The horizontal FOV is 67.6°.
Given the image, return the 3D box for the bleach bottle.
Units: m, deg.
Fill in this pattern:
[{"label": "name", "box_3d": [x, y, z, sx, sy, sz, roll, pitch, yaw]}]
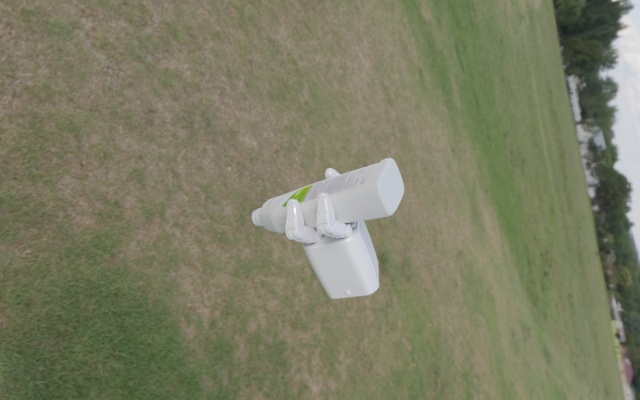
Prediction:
[{"label": "bleach bottle", "box_3d": [0.000, 0.003, 0.766, 0.251, 0.068, 0.102, -12, 23, 30]}]
